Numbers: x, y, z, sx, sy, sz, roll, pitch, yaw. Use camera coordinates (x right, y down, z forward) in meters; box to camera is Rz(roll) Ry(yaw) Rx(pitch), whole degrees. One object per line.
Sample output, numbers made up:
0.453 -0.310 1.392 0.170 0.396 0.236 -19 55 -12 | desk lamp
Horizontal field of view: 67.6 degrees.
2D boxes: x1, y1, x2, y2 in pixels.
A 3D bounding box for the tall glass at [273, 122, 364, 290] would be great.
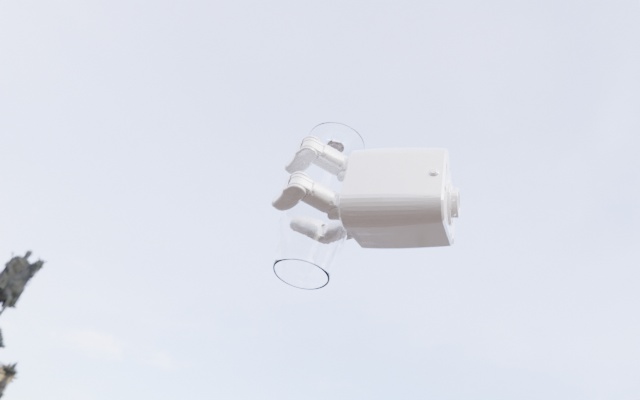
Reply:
0.000 0.001 0.562 0.079 0.201 0.079 10 -37 8 | tall glass
